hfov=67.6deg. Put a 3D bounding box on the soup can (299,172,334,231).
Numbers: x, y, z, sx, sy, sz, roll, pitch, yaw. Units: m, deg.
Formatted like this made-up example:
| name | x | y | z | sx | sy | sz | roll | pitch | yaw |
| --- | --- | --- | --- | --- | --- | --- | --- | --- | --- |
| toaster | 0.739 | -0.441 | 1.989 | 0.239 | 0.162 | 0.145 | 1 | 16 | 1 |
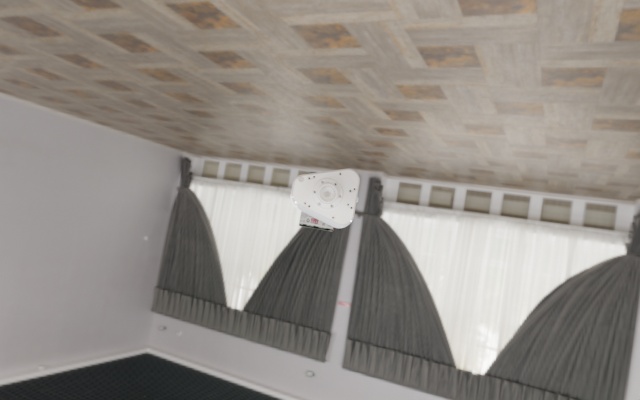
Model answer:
| name | x | y | z | sx | sy | sz | roll | pitch | yaw |
| --- | --- | --- | --- | --- | --- | --- | --- | --- | --- |
| soup can | 0.000 | 0.003 | 0.899 | 0.068 | 0.102 | 0.068 | 9 | -3 | 1 |
